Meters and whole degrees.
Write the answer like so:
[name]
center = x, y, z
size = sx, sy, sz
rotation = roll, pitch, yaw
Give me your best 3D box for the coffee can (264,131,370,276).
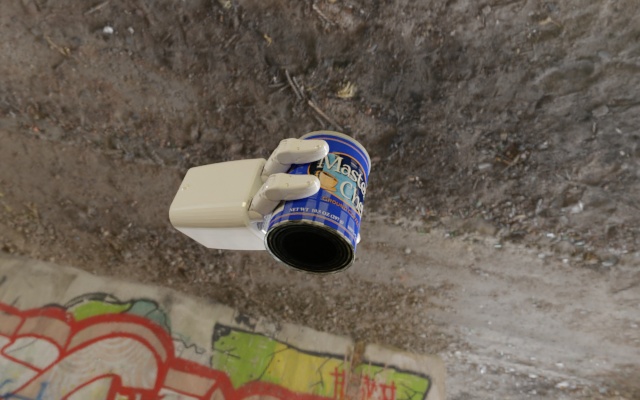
[coffee can]
center = 0.000, 0.002, 0.565
size = 0.103, 0.140, 0.103
rotation = 8, -39, 7
